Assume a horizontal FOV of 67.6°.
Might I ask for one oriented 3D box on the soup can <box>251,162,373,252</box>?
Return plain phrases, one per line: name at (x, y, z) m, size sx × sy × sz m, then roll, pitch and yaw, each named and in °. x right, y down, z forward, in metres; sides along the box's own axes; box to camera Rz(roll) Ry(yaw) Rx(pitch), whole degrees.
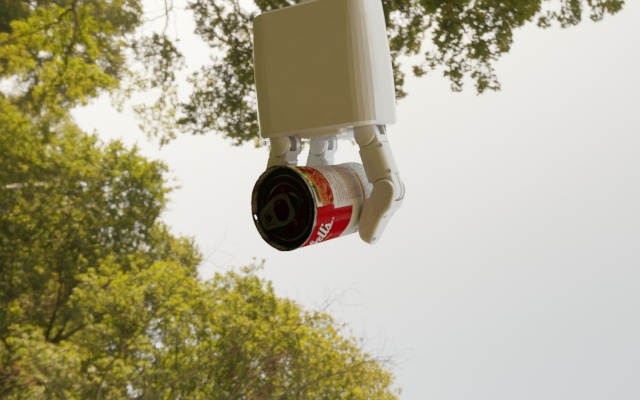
soup can at (0.000, 0.002, 0.410) m, size 0.068 × 0.068 × 0.102 m, roll 0°, pitch 6°, yaw 38°
